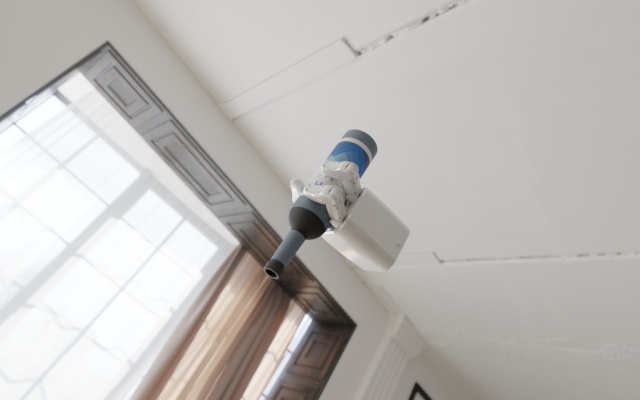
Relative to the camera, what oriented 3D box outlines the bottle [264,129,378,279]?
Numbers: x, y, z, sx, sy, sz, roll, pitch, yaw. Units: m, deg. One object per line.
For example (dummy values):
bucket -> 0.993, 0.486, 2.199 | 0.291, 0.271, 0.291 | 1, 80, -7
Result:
bottle -> 0.000, 0.002, 0.761 | 0.069, 0.069, 0.295 | 0, 44, 42
